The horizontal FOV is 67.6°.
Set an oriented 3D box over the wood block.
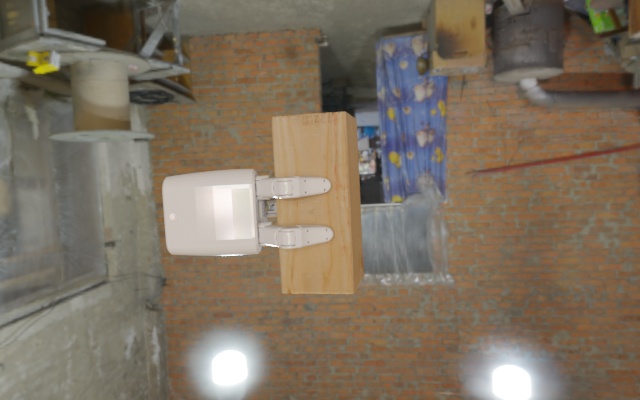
[{"bbox_3d":[0.000,0.002,0.585,0.090,0.206,0.091,-2,4,12],"label":"wood block"}]
